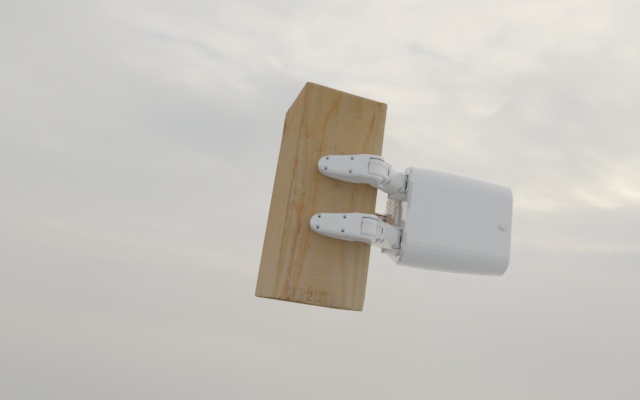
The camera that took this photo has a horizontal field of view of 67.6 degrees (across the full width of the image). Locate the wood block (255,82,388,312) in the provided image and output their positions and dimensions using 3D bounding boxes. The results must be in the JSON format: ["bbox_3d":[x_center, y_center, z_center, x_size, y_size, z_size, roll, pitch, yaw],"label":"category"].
[{"bbox_3d":[0.000,0.002,0.487,0.090,0.206,0.091,12,-14,-15],"label":"wood block"}]
